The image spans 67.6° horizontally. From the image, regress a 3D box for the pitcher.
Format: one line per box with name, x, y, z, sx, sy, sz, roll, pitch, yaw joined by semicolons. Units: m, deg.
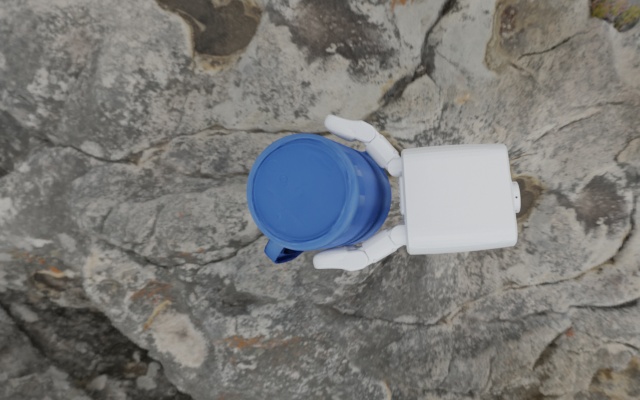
pitcher;0.000;0.002;0.544;0.145;0.149;0.243;-2;-1;12
